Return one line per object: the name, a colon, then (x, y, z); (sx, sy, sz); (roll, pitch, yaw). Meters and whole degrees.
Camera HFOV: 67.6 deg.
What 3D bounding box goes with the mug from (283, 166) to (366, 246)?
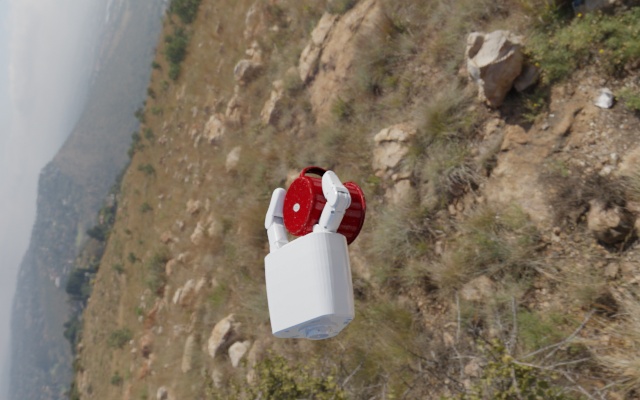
mug: (0.000, 0.001, 0.656); (0.081, 0.117, 0.093); (11, -34, -31)
